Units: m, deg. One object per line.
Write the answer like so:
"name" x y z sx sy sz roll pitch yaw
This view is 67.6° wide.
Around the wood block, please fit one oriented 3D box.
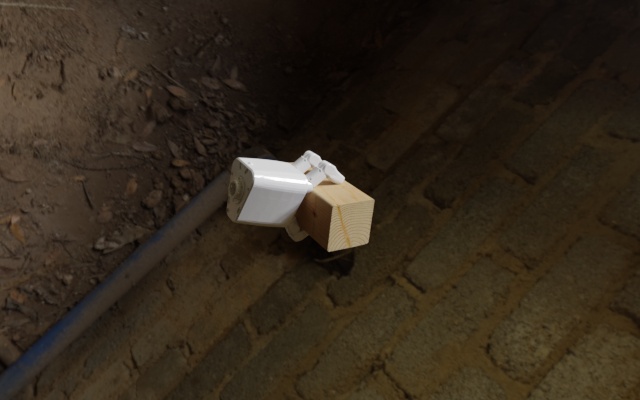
"wood block" 0.000 0.003 0.899 0.090 0.091 0.206 -9 28 -30
